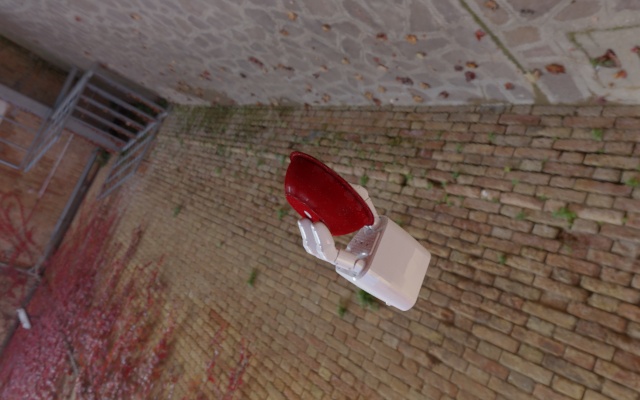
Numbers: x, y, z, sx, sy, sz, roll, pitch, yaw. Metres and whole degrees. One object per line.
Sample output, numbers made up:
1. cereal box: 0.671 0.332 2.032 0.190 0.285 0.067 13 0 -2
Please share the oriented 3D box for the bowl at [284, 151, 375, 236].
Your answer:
1. bowl: -0.001 0.002 0.702 0.162 0.055 0.162 39 -13 11
